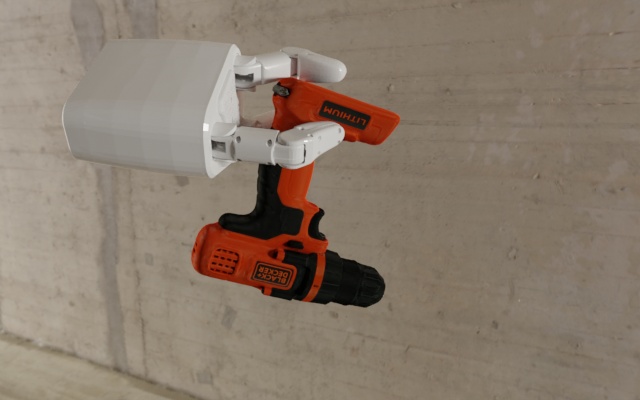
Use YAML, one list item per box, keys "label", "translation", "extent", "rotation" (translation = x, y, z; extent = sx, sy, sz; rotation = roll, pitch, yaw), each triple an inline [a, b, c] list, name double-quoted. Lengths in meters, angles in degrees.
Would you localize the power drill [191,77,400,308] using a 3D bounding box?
- label: "power drill"
  translation: [0.000, 0.001, 0.418]
  extent: [0.184, 0.188, 0.057]
  rotation: [16, 11, -21]
